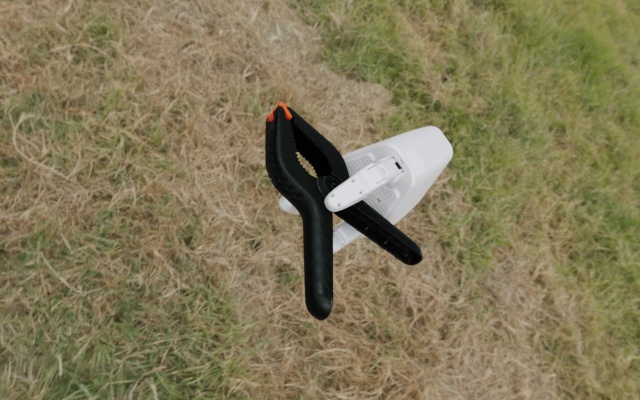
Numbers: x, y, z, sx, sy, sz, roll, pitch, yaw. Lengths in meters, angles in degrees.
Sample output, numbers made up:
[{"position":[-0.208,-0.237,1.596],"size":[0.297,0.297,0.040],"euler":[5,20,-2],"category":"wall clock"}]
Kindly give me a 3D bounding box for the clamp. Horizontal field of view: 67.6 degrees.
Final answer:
[{"position":[0.000,0.001,0.452],"size":[0.036,0.210,0.164],"euler":[-39,-8,39],"category":"clamp"}]
